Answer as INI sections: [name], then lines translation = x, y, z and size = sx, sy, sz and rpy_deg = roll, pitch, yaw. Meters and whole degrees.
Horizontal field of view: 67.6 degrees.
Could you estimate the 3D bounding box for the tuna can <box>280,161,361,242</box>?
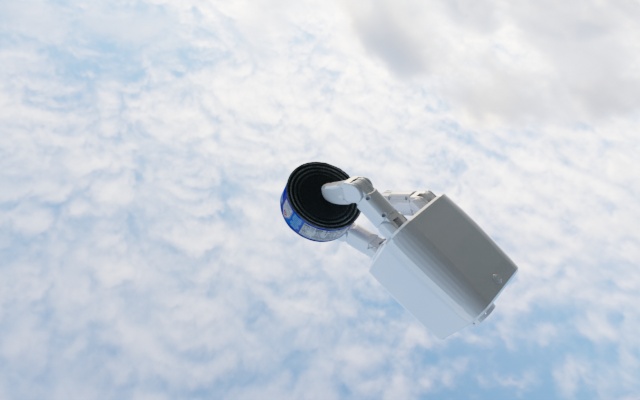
[tuna can]
translation = 0.000, 0.002, 0.519
size = 0.086, 0.086, 0.034
rpy_deg = 0, -32, -22
